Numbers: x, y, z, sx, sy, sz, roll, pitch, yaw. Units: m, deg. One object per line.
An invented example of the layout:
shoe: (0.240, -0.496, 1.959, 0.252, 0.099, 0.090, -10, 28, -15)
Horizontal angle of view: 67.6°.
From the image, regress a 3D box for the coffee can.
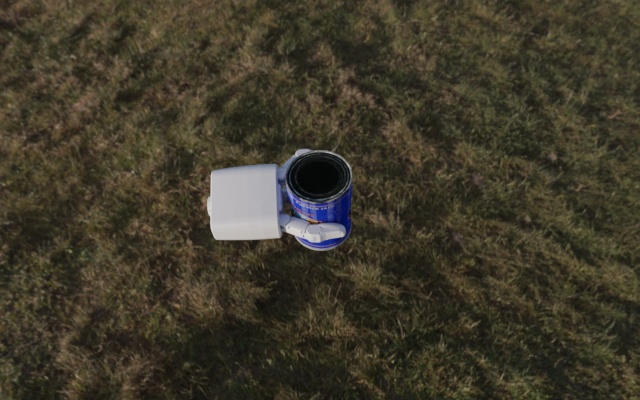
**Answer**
coffee can: (0.000, 0.003, 0.774, 0.103, 0.102, 0.140, 0, -36, 3)
